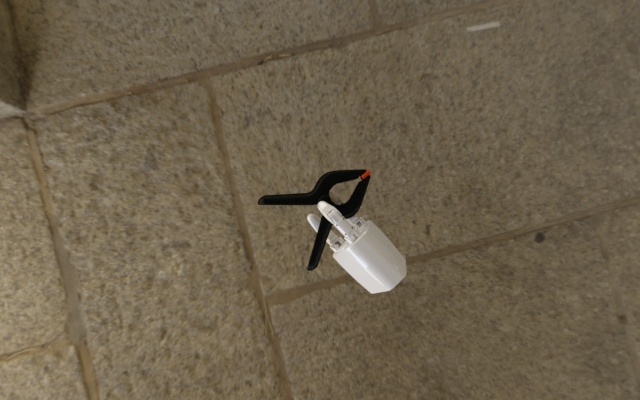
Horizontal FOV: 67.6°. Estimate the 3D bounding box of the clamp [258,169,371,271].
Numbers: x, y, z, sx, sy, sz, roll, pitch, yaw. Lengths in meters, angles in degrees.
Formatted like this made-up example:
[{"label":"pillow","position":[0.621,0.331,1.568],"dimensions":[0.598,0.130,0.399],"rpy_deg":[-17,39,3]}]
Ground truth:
[{"label":"clamp","position":[0.001,0.003,0.887],"dimensions":[0.210,0.164,0.036],"rpy_deg":[-44,2,-3]}]
